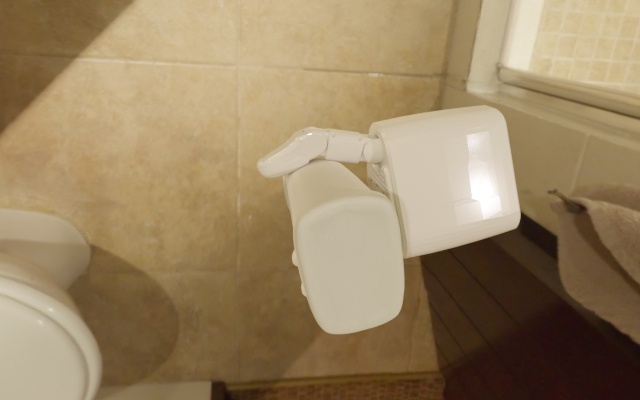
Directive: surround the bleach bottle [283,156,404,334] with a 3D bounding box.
[{"bbox_3d":[0.000,0.001,0.415,0.068,0.103,0.250,-13,23,-6],"label":"bleach bottle"}]
